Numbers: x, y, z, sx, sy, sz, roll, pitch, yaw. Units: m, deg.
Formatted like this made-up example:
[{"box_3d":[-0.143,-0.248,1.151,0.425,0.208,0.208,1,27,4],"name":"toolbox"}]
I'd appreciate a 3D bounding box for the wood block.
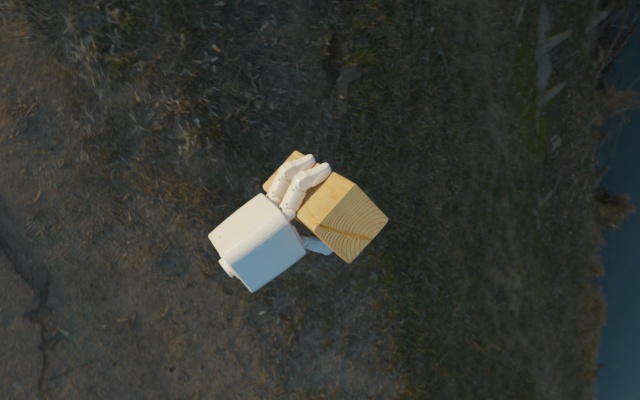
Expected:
[{"box_3d":[0.000,0.003,0.756,0.091,0.090,0.206,45,-5,-33],"name":"wood block"}]
